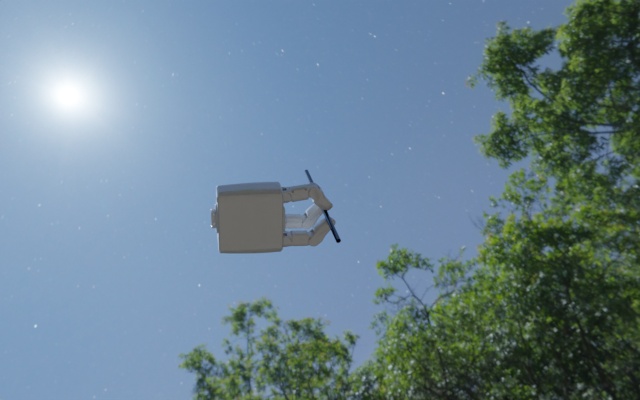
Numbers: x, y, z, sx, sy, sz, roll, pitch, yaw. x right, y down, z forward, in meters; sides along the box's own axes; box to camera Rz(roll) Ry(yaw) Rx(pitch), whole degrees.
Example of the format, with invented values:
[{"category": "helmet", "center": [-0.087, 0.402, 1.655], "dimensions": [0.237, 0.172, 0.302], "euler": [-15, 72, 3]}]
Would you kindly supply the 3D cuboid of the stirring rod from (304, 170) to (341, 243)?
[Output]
[{"category": "stirring rod", "center": [0.000, 0.003, 0.851], "dimensions": [0.011, 0.011, 0.239], "euler": [0, 30, -16]}]
